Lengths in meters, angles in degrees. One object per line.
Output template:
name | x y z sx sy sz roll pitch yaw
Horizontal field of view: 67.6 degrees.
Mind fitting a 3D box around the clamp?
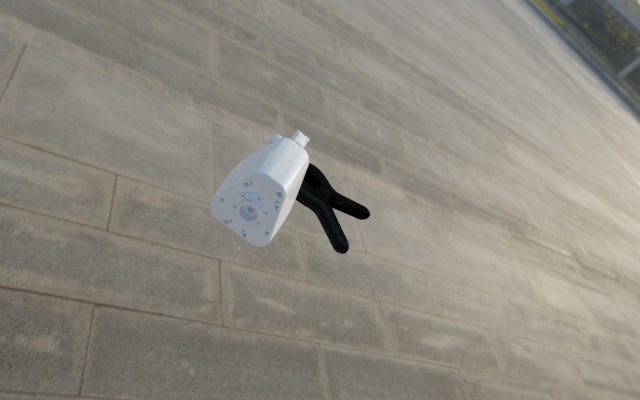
clamp | 0.000 0.002 0.728 0.171 0.039 0.120 38 31 -9
